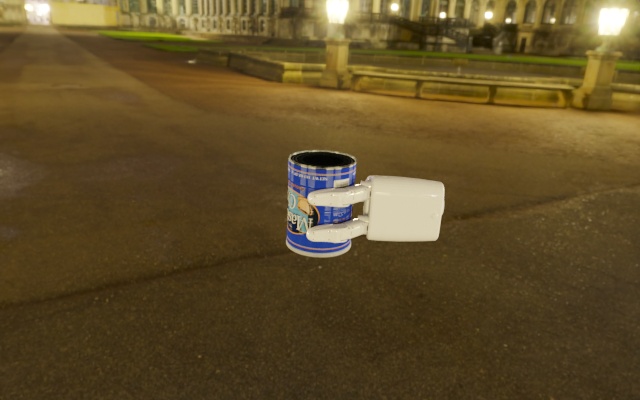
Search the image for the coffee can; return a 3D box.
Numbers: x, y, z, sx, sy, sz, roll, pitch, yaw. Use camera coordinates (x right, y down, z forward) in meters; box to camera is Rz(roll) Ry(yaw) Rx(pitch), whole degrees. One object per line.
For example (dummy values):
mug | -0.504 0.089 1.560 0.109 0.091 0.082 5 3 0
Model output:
coffee can | 0.000 0.003 0.733 0.103 0.140 0.102 2 20 -1
